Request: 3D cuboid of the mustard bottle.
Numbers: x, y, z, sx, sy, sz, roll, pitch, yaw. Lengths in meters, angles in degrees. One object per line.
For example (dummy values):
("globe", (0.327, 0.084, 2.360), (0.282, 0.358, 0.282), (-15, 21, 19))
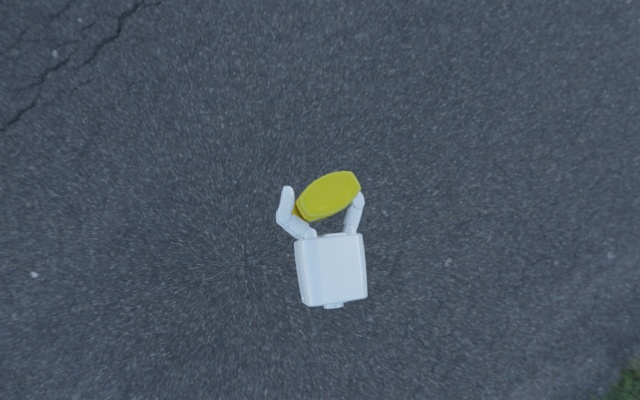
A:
("mustard bottle", (0.000, 0.002, 0.789), (0.096, 0.058, 0.191), (-30, -2, -12))
